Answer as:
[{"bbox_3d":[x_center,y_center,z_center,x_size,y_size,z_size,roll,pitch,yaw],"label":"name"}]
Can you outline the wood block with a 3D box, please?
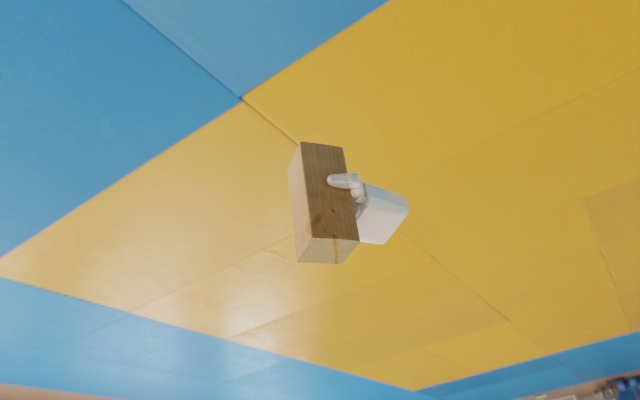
[{"bbox_3d":[0.001,0.003,0.876,0.090,0.206,0.091,6,-36,-21],"label":"wood block"}]
